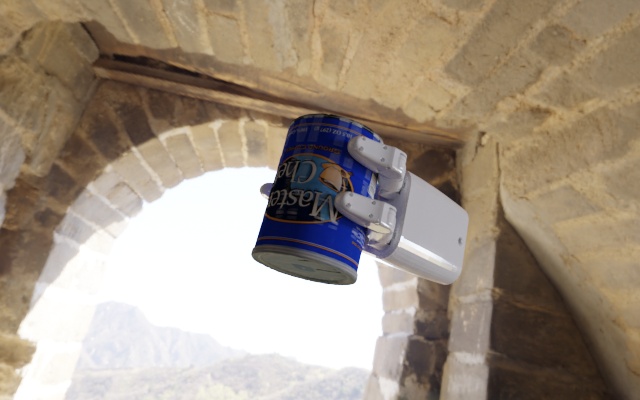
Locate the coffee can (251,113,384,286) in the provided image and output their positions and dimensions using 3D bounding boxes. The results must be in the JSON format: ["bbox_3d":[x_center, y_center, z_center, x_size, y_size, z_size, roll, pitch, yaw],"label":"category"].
[{"bbox_3d":[0.000,0.002,0.470,0.103,0.140,0.103,13,-20,5],"label":"coffee can"}]
